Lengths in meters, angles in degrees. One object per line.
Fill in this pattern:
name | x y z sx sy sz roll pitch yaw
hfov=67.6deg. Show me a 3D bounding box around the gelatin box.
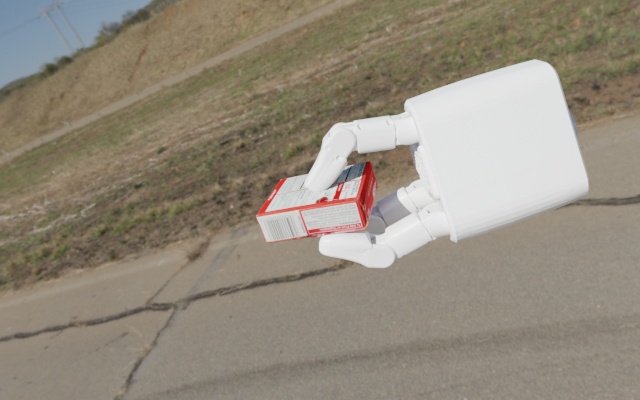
gelatin box | 0.000 0.001 0.403 0.089 0.030 0.073 -10 24 17
